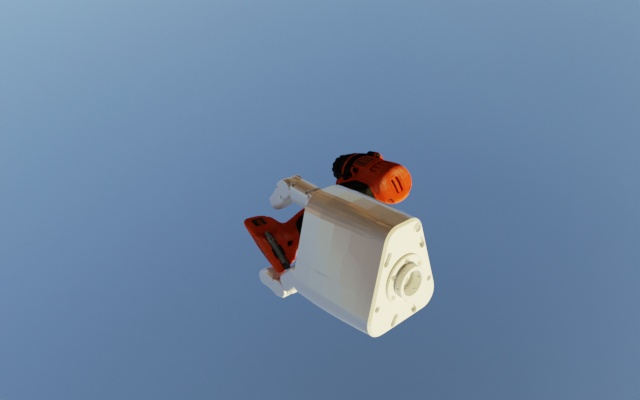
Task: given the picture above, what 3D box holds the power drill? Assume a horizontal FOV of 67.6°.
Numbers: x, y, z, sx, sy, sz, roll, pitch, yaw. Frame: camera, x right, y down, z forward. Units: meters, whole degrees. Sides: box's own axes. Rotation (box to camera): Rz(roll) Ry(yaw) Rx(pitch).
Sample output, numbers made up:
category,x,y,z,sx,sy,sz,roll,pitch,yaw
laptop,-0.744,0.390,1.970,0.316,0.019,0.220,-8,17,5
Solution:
category,x,y,z,sx,sy,sz,roll,pitch,yaw
power drill,0.000,0.002,0.589,0.187,0.057,0.184,-34,16,-9
